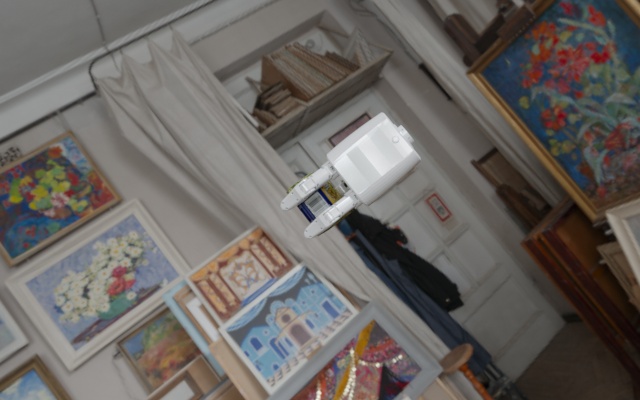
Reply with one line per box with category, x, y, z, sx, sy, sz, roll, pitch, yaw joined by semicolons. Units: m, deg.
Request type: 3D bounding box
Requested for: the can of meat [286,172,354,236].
can of meat;0.000;0.002;0.758;0.057;0.084;0.102;-39;-5;13
